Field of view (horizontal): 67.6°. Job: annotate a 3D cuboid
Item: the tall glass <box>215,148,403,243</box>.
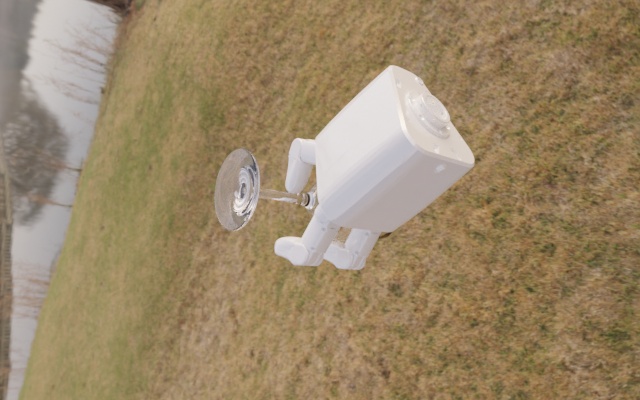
[{"bbox_3d":[-0.001,0.002,0.487,0.201,0.079,0.079,9,-6,-40],"label":"tall glass"}]
